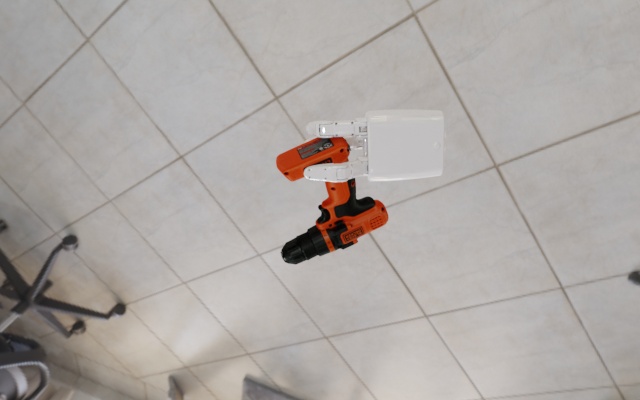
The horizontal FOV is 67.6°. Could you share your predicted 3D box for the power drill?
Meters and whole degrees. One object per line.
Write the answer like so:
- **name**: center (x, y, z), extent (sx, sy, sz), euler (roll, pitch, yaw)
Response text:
- **power drill**: center (0.000, 0.002, 0.729), extent (0.184, 0.188, 0.057), euler (-26, 38, -3)
